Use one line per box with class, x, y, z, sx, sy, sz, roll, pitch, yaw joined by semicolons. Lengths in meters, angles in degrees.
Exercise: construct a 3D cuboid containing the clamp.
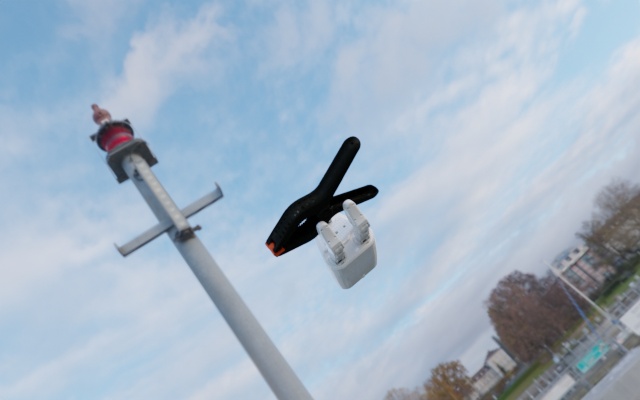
clamp;-0.001;0.002;0.731;0.210;0.036;0.165;-38;-33;-11
